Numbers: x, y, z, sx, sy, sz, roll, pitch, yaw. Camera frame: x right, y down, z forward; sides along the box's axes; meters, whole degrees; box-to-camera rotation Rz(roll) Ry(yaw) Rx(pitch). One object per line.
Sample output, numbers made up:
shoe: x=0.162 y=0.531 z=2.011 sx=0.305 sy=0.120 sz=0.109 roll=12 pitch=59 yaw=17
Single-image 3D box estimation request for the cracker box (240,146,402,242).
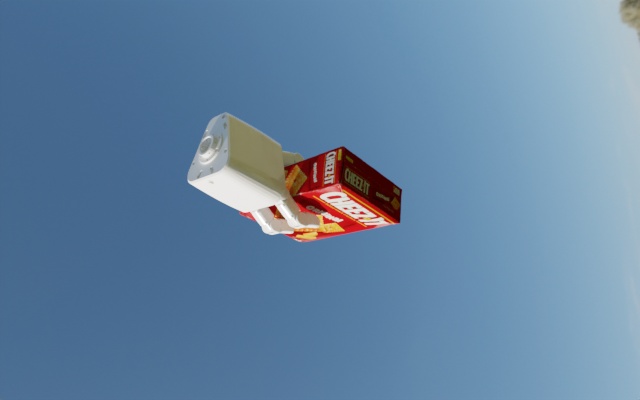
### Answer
cracker box: x=0.000 y=0.002 z=0.784 sx=0.214 sy=0.072 sz=0.164 roll=-14 pitch=-31 yaw=38
